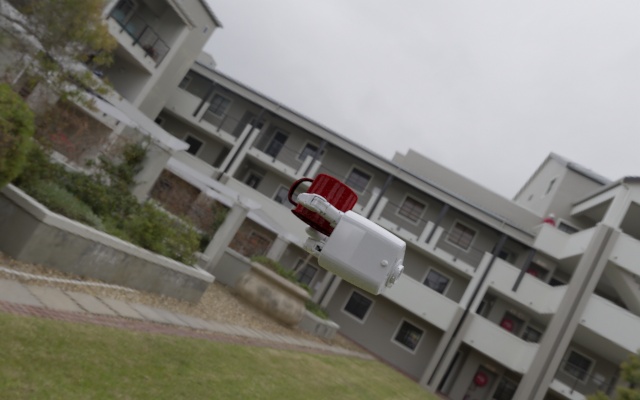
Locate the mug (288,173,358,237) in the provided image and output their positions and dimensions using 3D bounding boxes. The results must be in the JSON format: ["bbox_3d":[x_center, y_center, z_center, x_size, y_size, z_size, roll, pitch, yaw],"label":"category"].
[{"bbox_3d":[-0.001,0.002,0.812,0.117,0.081,0.093,29,-9,18],"label":"mug"}]
